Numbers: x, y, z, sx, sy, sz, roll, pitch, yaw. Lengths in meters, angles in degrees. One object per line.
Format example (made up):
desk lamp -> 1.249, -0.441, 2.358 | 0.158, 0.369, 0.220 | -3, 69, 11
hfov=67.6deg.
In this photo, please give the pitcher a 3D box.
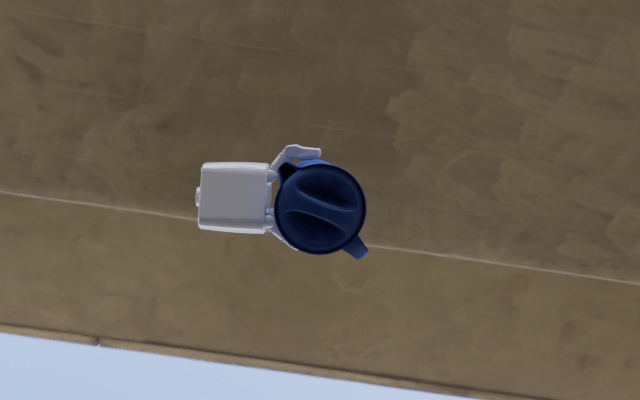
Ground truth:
pitcher -> 0.000, 0.003, 0.793 | 0.145, 0.149, 0.243 | 2, 10, -3
